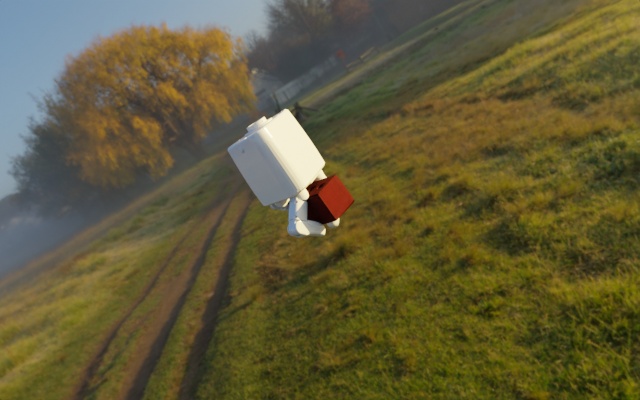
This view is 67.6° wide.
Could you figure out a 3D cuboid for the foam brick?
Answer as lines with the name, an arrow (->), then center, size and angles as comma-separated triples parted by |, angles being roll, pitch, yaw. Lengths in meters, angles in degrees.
foam brick -> 0.000, 0.002, 0.726 | 0.078, 0.051, 0.053 | -17, 23, 48
